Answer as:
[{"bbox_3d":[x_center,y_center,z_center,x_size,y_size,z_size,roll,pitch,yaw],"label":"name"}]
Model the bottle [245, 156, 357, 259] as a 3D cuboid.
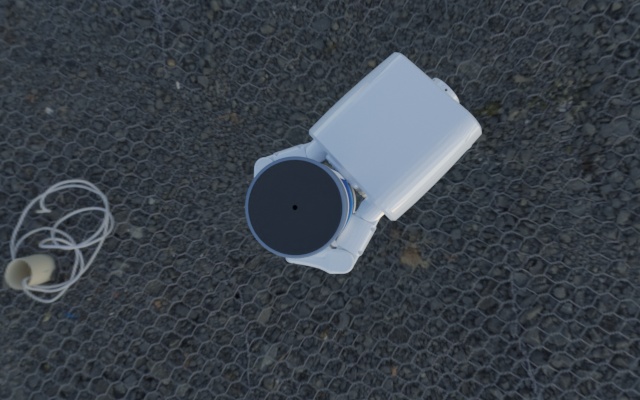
[{"bbox_3d":[0.000,0.002,0.454,0.069,0.069,0.295,0,1,7],"label":"bottle"}]
